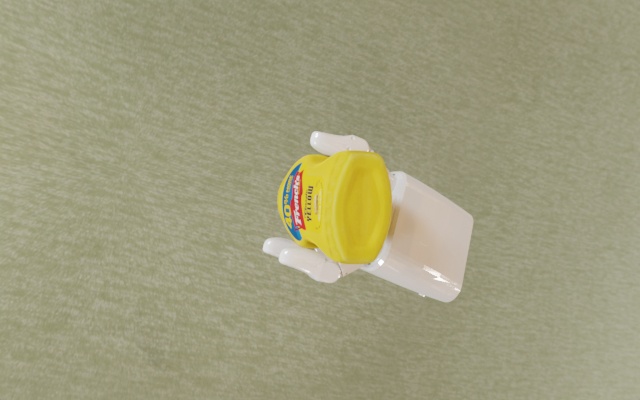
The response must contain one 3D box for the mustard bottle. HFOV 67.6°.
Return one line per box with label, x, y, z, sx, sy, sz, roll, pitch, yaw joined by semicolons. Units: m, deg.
mustard bottle;0.000;0.002;0.479;0.058;0.096;0.191;1;3;-22
